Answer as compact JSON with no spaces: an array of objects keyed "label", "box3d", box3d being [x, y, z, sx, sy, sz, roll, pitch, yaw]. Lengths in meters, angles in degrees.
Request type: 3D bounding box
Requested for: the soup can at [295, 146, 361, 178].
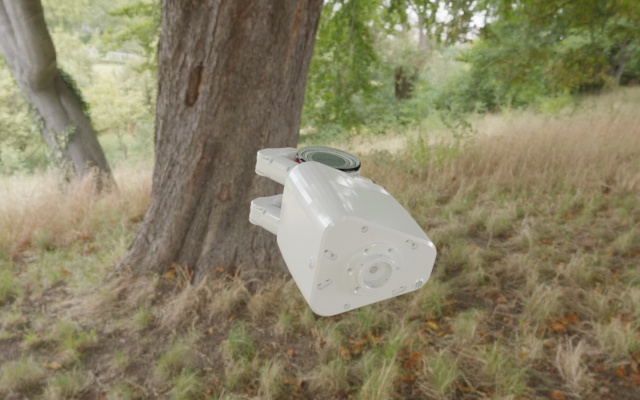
[{"label":"soup can","box3d":[0.000,0.001,0.499,0.068,0.102,0.068,9,23,-4]}]
